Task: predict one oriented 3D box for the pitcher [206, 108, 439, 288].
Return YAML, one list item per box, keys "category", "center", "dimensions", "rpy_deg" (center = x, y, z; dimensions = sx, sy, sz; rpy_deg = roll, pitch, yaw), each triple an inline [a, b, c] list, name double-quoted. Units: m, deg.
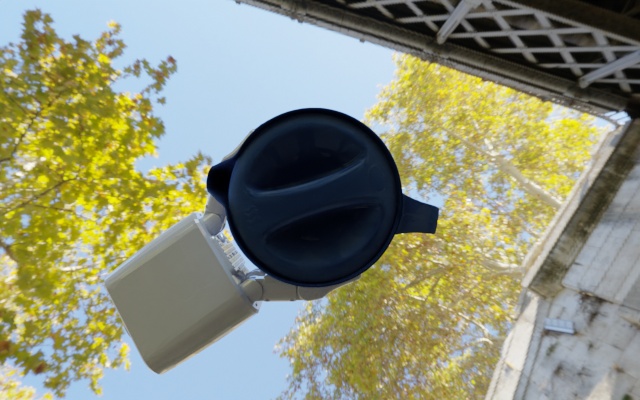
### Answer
- category: "pitcher"
  center: [0.000, 0.002, 0.466]
  dimensions: [0.145, 0.149, 0.243]
  rpy_deg: [-36, 1, -2]
